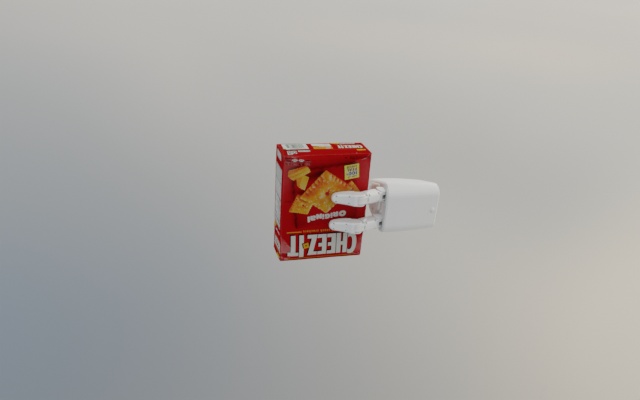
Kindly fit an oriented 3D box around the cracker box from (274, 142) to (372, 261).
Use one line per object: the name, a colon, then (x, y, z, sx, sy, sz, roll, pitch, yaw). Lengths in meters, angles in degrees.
cracker box: (0.000, 0.003, 0.891, 0.164, 0.214, 0.072, -3, 25, -14)
